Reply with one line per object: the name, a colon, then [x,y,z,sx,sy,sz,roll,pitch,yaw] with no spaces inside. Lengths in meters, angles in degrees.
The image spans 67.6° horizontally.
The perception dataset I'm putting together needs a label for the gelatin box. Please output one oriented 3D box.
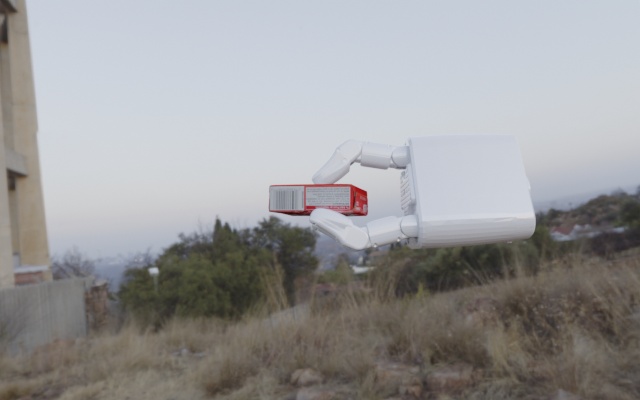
gelatin box: [0.000,0.001,0.496,0.089,0.030,0.073,0,-5,15]
